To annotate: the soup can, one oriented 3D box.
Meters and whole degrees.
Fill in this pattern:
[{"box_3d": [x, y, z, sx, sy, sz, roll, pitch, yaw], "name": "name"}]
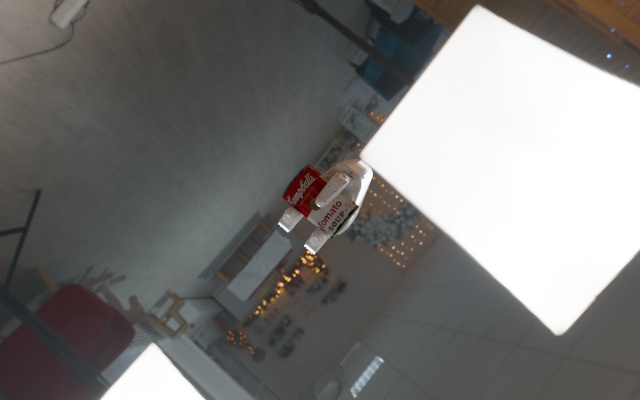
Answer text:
[{"box_3d": [0.000, 0.003, 0.735, 0.102, 0.068, 0.068, 40, 5, 6], "name": "soup can"}]
